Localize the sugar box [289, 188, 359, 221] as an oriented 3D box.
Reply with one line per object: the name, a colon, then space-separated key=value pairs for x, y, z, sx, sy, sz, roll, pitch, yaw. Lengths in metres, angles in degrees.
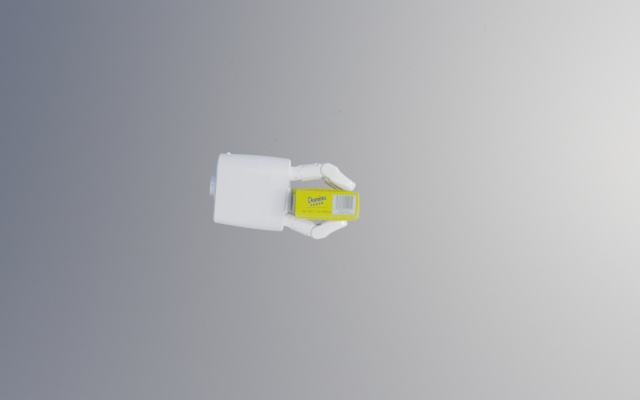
sugar box: x=0.000 y=0.002 z=0.755 sx=0.093 sy=0.048 sz=0.176 roll=3 pitch=5 yaw=-7
